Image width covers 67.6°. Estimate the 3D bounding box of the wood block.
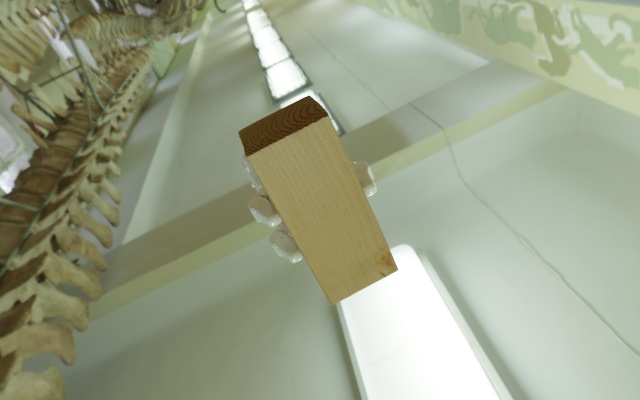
[{"bbox_3d":[0.000,0.002,0.534,0.091,0.206,0.090,-28,29,-1],"label":"wood block"}]
